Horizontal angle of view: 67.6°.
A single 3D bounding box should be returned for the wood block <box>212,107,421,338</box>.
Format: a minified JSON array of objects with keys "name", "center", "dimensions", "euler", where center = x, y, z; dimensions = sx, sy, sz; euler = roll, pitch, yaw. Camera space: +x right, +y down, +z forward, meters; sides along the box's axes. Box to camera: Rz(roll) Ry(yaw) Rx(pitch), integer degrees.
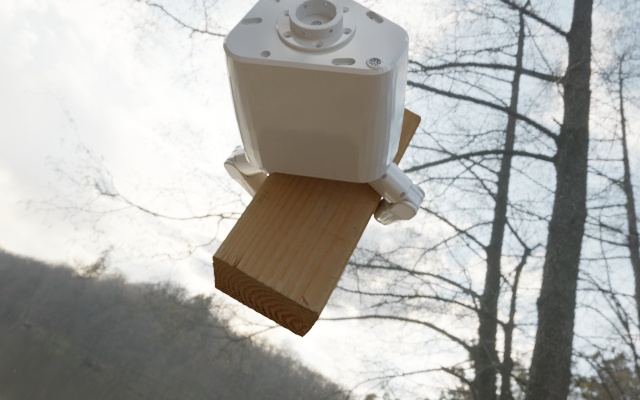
[{"name":"wood block","center":[0.000,0.001,0.422],"dimensions":[0.091,0.206,0.090],"euler":[29,-28,4]}]
